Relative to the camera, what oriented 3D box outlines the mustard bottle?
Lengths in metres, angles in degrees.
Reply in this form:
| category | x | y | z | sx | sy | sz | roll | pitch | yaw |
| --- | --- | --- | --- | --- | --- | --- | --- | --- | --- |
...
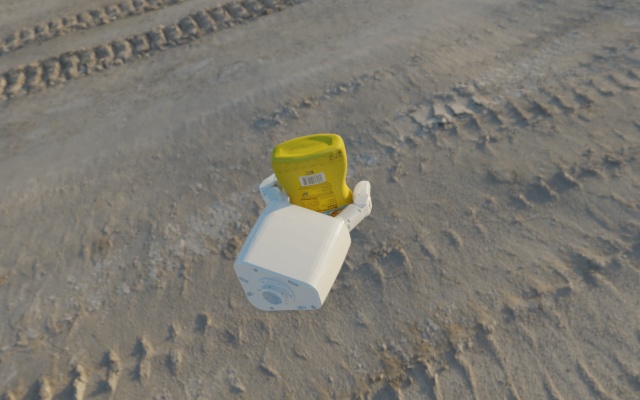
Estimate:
| category | x | y | z | sx | sy | sz | roll | pitch | yaw |
| --- | --- | --- | --- | --- | --- | --- | --- | --- | --- |
| mustard bottle | 0.000 | 0.002 | 0.669 | 0.096 | 0.192 | 0.058 | -12 | 39 | 4 |
